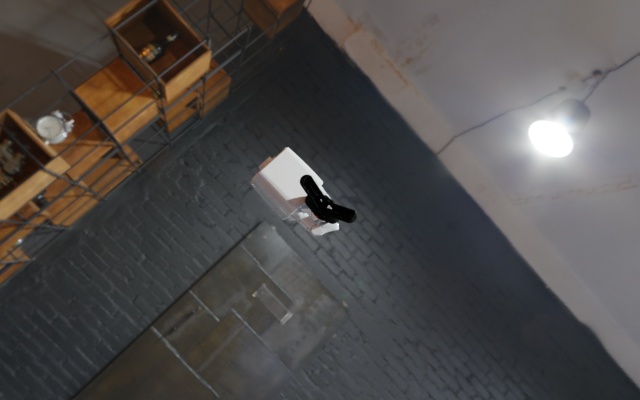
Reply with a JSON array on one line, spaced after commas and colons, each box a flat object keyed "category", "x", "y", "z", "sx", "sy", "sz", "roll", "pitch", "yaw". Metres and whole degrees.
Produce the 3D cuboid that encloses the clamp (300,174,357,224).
[{"category": "clamp", "x": 0.001, "y": 0.003, "z": 0.900, "sx": 0.039, "sy": 0.120, "sz": 0.171, "roll": -45, "pitch": 5, "yaw": -15}]
